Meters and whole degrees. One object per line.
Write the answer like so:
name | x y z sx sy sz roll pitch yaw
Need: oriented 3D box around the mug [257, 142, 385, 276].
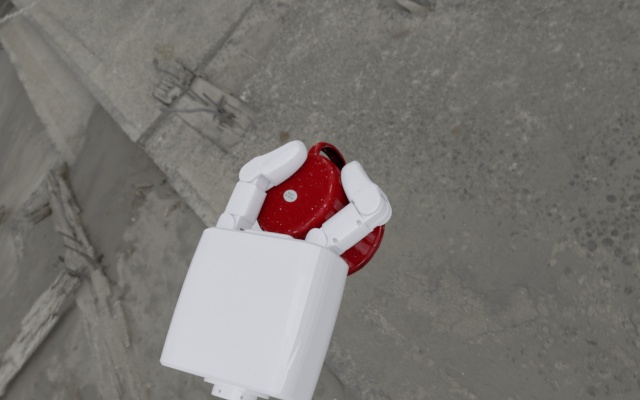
mug | 0.000 0.000 0.423 0.093 0.117 0.081 -4 -30 34
